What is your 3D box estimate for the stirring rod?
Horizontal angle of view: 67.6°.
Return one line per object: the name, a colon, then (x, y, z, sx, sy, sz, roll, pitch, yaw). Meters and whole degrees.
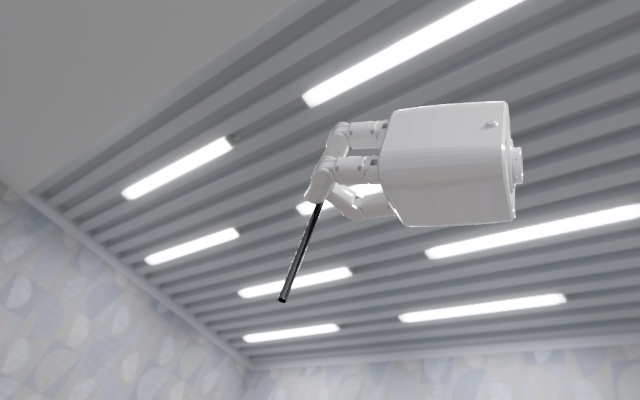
stirring rod: (0.000, 0.002, 0.491, 0.011, 0.239, 0.011, 12, -41, 11)
